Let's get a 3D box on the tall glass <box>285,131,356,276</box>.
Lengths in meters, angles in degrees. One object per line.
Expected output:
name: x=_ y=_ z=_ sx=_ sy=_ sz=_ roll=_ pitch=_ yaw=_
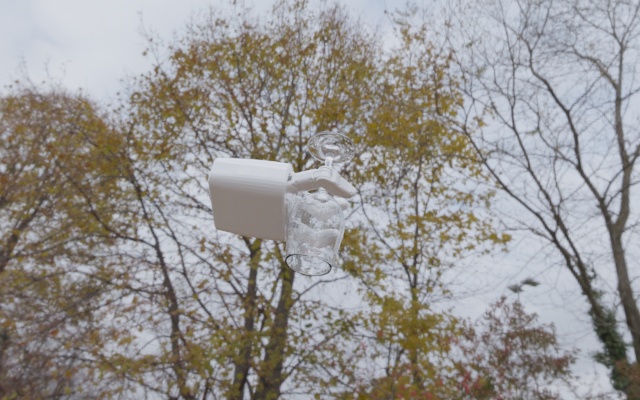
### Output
tall glass: x=0.000 y=0.002 z=0.668 sx=0.079 sy=0.201 sz=0.079 roll=8 pitch=-33 yaw=5
